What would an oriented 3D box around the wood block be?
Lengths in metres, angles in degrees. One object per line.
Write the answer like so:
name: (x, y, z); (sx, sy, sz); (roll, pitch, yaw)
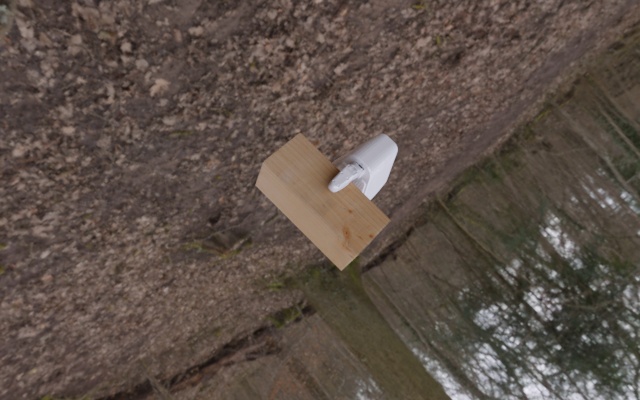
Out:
wood block: (0.001, 0.002, 0.786); (0.090, 0.206, 0.091); (-42, -7, -28)
